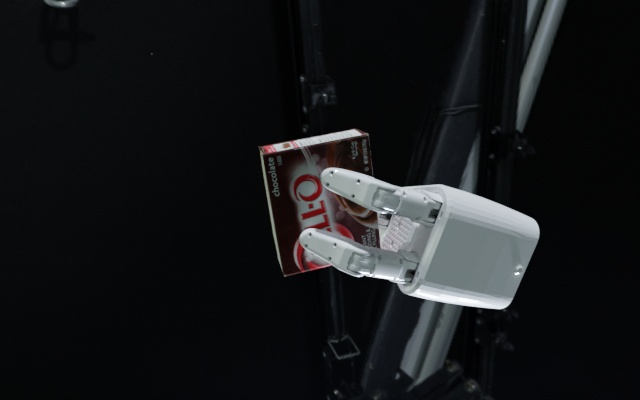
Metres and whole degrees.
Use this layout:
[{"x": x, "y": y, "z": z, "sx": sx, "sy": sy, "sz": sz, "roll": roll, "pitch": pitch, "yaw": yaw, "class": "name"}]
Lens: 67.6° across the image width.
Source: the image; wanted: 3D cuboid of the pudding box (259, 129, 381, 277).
[{"x": 0.000, "y": 0.001, "z": 0.414, "sx": 0.090, "sy": 0.113, "sz": 0.039, "roll": -13, "pitch": 18, "yaw": -12, "class": "pudding box"}]
